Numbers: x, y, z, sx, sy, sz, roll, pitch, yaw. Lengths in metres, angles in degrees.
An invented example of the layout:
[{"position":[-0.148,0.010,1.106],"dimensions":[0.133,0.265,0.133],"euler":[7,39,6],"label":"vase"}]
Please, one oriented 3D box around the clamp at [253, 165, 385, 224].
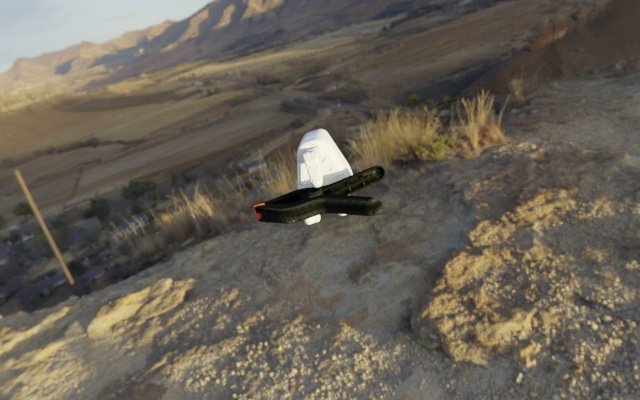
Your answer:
[{"position":[-0.001,0.002,0.710],"dimensions":[0.210,0.036,0.164],"euler":[-14,18,7],"label":"clamp"}]
